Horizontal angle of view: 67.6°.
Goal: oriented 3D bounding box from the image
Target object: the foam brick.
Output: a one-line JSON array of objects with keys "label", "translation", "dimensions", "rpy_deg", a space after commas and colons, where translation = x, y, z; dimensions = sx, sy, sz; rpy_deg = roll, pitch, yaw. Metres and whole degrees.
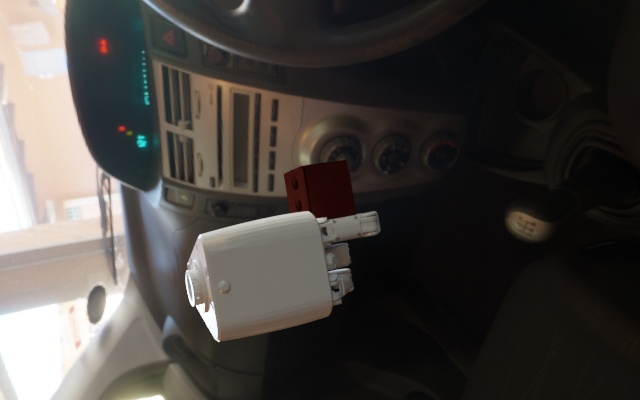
[{"label": "foam brick", "translation": [0.000, 0.001, 0.490], "dimensions": [0.051, 0.078, 0.053], "rpy_deg": [-9, -2, -25]}]
